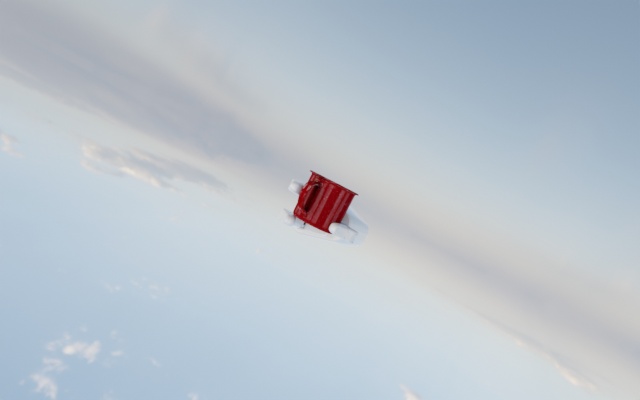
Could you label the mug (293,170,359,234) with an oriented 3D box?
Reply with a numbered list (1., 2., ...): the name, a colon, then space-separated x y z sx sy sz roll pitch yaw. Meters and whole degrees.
1. mug: -0.001 0.003 0.801 0.093 0.081 0.117 28 3 29
